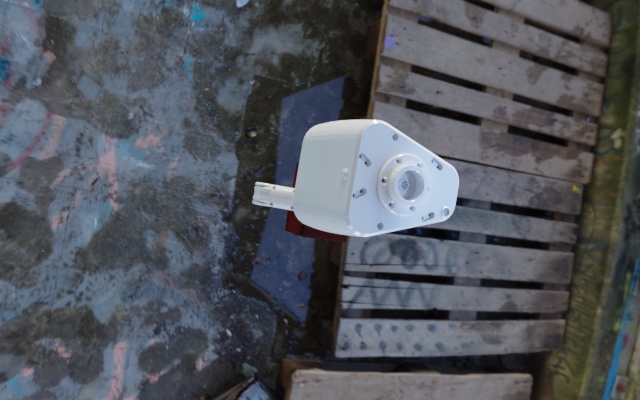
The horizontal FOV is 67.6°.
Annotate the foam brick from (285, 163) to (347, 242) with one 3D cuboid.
[{"bbox_3d":[0.000,0.002,0.507,0.053,0.078,0.051,9,1,-25],"label":"foam brick"}]
